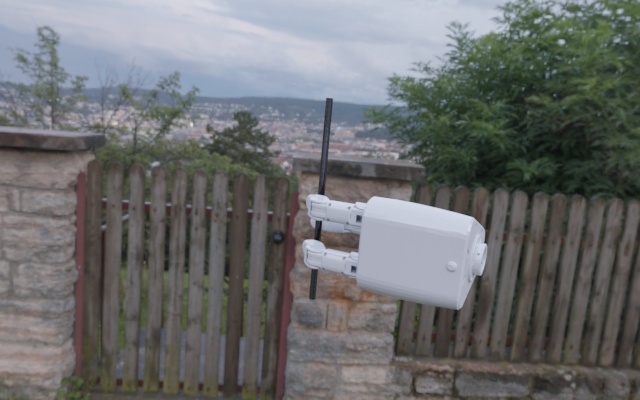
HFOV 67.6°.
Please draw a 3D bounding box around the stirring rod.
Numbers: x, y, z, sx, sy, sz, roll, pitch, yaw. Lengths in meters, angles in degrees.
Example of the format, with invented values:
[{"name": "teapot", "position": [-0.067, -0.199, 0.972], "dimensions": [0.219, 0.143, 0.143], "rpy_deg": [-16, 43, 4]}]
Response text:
[{"name": "stirring rod", "position": [0.000, 0.002, 0.563], "dimensions": [0.011, 0.239, 0.011], "rpy_deg": [5, 10, -1]}]
